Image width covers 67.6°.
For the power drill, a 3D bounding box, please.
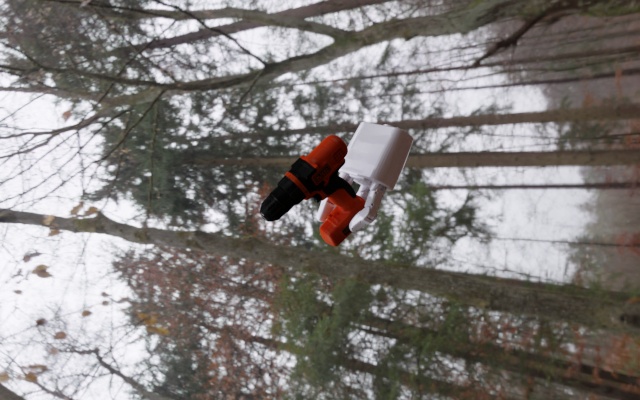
[{"bbox_3d":[0.000,0.003,0.835,0.057,0.184,0.188,40,-9,42],"label":"power drill"}]
